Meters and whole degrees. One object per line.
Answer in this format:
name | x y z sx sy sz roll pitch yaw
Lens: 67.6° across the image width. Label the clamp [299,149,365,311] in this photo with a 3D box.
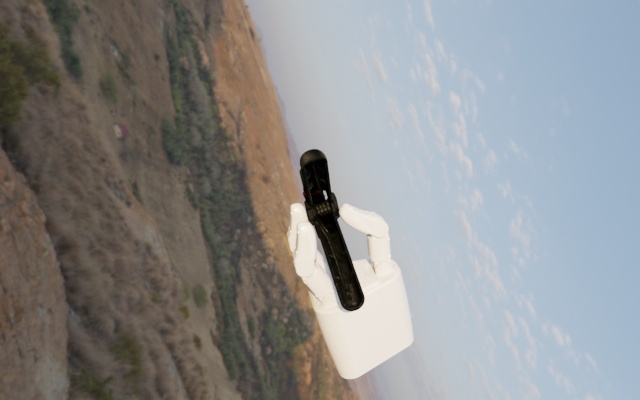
clamp | 0.001 0.002 0.530 0.036 0.165 0.210 -16 22 -3
